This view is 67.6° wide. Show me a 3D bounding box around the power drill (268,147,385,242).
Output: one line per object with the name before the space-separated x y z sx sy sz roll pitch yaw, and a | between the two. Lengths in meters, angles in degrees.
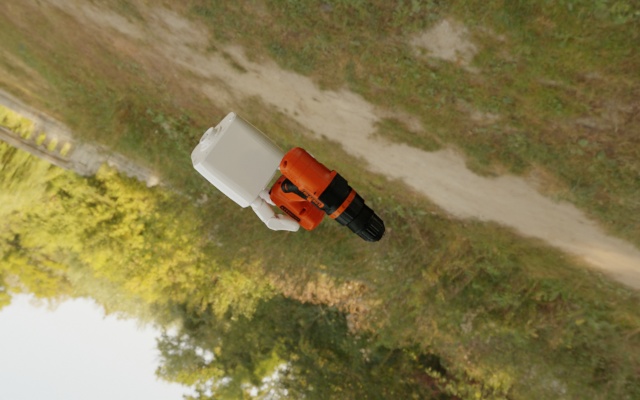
power drill | 0.000 0.002 0.748 0.184 0.057 0.188 42 -19 -9
